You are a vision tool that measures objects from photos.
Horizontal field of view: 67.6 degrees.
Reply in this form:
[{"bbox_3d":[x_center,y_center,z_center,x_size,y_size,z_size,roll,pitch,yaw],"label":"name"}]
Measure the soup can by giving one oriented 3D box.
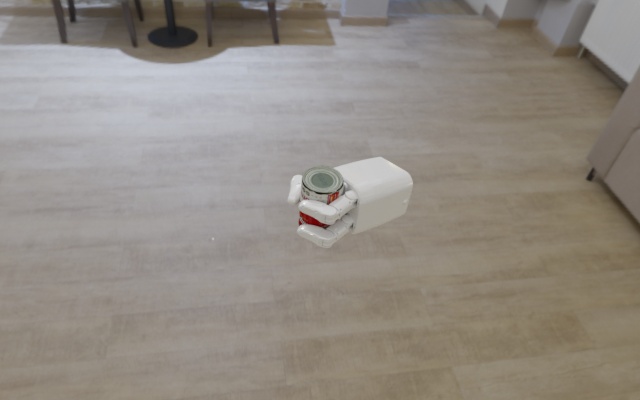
[{"bbox_3d":[0.000,0.002,0.777,0.068,0.102,0.068,3,44,-3],"label":"soup can"}]
